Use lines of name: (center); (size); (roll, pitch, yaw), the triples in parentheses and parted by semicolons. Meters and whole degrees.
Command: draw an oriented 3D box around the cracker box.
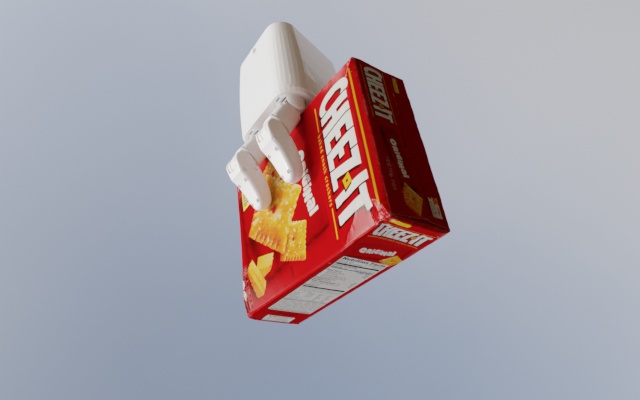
cracker box: (0.000, 0.002, 0.449); (0.072, 0.164, 0.214); (14, -38, -33)
